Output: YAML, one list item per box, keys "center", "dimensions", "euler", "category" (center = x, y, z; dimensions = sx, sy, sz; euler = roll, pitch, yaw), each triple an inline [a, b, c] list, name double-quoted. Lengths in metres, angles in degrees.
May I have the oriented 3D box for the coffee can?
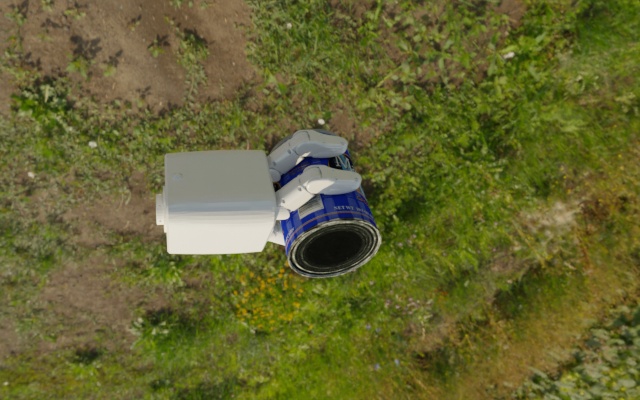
- center: [0.000, 0.002, 0.548]
  dimensions: [0.103, 0.140, 0.103]
  euler: [-10, -40, -8]
  category: "coffee can"
